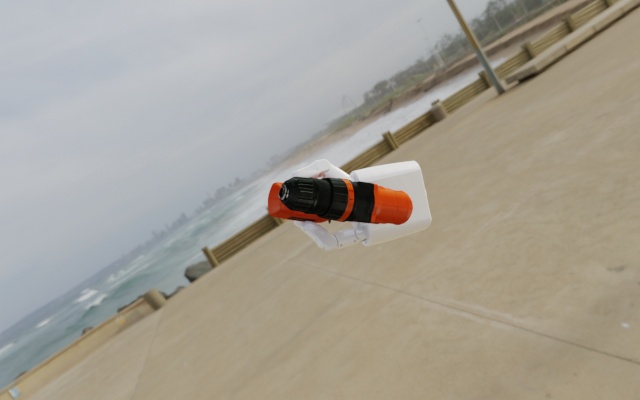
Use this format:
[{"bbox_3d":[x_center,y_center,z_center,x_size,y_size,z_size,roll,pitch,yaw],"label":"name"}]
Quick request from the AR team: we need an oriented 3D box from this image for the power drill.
[{"bbox_3d":[0.000,0.002,0.641,0.184,0.057,0.187,10,-4,-30],"label":"power drill"}]
